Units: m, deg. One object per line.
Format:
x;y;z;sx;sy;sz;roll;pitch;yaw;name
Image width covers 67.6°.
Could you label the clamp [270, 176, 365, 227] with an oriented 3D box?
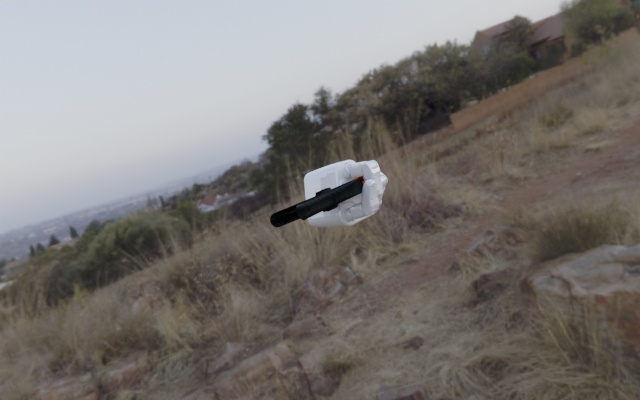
0.000;0.002;0.781;0.171;0.039;0.120;-21;7;-37;clamp
